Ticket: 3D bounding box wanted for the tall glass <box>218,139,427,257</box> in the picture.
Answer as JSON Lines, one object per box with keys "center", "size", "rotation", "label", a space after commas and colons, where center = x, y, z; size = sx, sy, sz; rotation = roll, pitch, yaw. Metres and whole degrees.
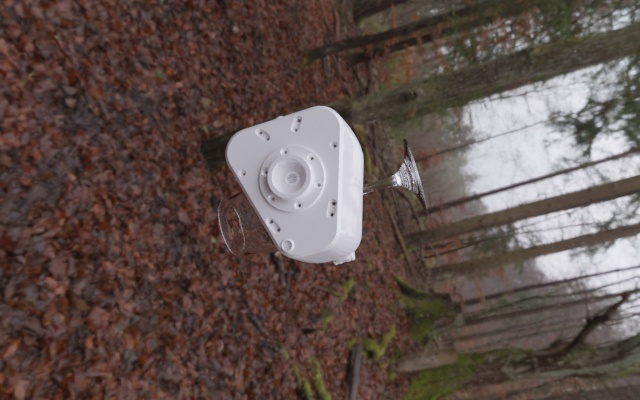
{"center": [0.001, 0.001, 0.489], "size": [0.201, 0.079, 0.079], "rotation": [-16, -3, 8], "label": "tall glass"}
